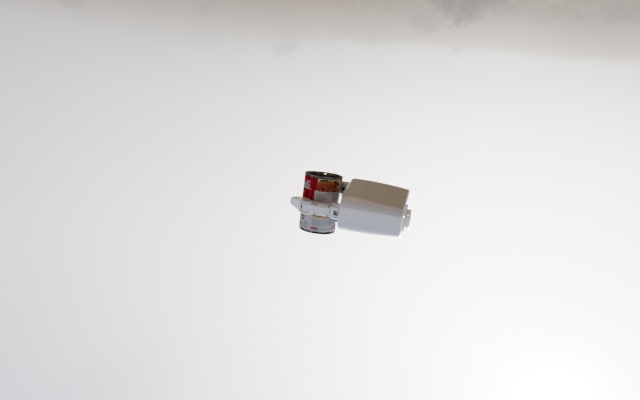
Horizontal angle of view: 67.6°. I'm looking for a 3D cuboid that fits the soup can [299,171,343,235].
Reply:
[{"bbox_3d":[0.000,0.003,0.850,0.068,0.102,0.068,7,11,-1],"label":"soup can"}]
